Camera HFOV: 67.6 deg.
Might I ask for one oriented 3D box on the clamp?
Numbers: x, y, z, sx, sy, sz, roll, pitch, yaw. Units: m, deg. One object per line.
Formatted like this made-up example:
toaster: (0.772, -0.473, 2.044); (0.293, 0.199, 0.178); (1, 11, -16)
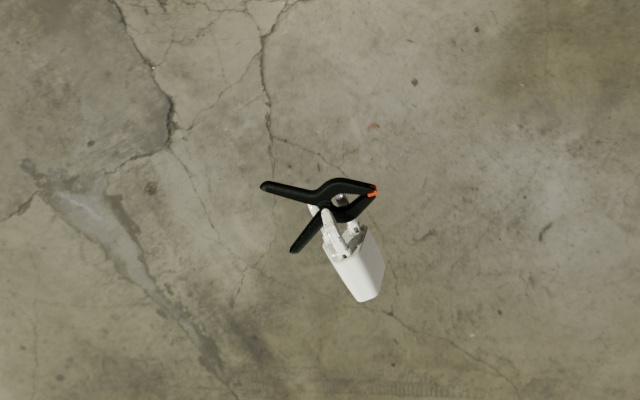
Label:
clamp: (0.001, 0.003, 0.892); (0.210, 0.165, 0.036); (-23, 28, 12)
